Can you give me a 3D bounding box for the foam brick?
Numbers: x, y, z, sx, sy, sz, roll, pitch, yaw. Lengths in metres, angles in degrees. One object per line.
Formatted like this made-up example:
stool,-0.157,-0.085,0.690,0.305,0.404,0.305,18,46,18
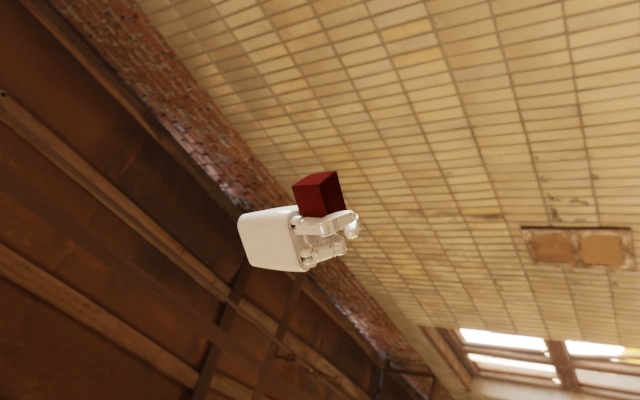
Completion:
foam brick,0.000,0.002,0.707,0.051,0.078,0.053,-1,23,36
